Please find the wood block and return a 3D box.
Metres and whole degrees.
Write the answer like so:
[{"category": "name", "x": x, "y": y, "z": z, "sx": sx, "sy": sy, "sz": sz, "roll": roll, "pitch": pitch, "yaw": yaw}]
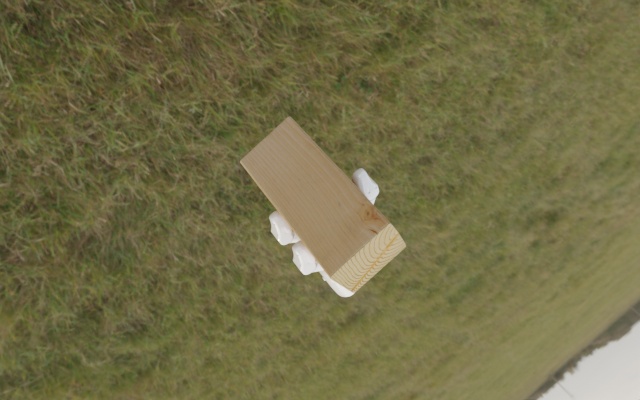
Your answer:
[{"category": "wood block", "x": 0.001, "y": 0.002, "z": 0.600, "sx": 0.206, "sy": 0.091, "sz": 0.090, "roll": 49, "pitch": 2, "yaw": 31}]
